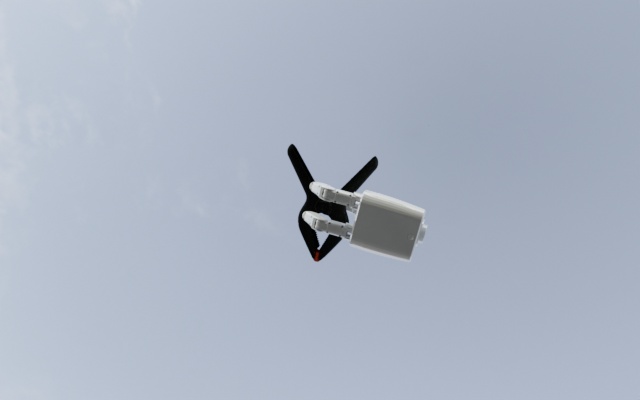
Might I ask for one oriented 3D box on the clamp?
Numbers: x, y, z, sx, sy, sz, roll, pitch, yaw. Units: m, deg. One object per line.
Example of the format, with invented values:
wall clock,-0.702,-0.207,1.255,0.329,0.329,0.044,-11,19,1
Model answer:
clamp,0.000,0.003,0.854,0.164,0.210,0.036,17,12,15
